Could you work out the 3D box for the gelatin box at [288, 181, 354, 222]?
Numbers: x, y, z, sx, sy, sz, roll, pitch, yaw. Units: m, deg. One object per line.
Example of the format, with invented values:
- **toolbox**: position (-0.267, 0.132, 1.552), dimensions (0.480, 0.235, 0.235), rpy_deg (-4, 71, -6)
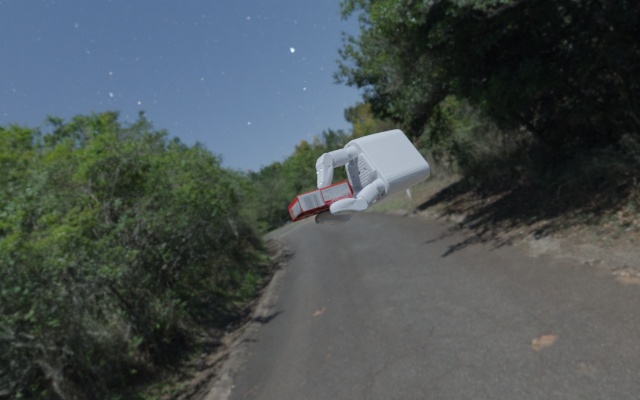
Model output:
- **gelatin box**: position (0.000, 0.002, 0.752), dimensions (0.089, 0.030, 0.073), rpy_deg (-17, -9, -19)
